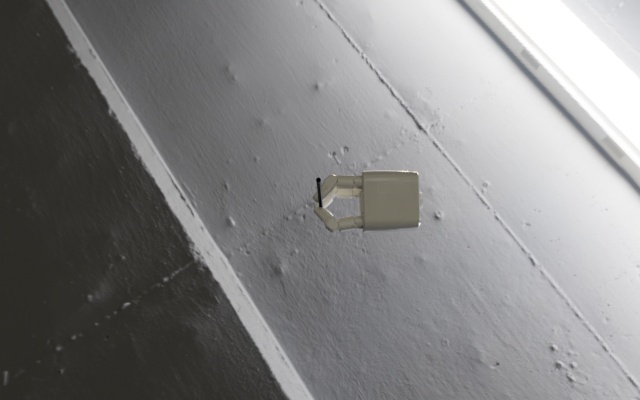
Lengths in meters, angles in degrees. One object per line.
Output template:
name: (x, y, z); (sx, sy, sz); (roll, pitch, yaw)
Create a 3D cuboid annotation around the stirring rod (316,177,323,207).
stirring rod: (0.000, 0.003, 0.883); (0.011, 0.011, 0.240); (0, -18, 2)
